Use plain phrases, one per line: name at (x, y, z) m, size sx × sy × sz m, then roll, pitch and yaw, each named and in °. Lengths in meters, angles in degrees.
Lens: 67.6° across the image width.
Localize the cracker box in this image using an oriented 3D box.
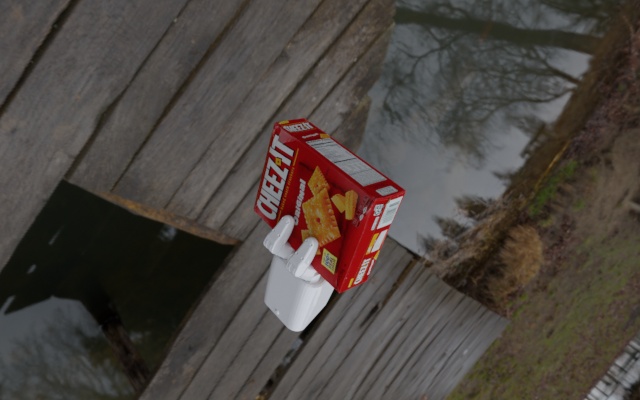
cracker box at (0.000, 0.002, 0.699) m, size 0.072 × 0.164 × 0.213 m, roll -15°, pitch 44°, yaw -43°
